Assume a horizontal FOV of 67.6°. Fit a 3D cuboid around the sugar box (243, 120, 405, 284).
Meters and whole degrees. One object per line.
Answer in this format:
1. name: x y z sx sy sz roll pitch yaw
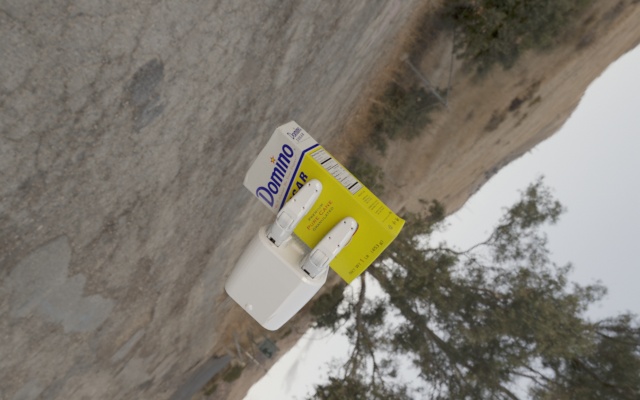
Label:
1. sugar box: 0.000 0.002 0.546 0.176 0.093 0.048 41 32 5
